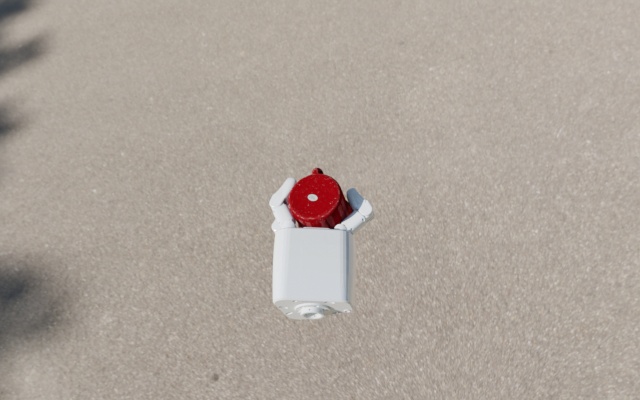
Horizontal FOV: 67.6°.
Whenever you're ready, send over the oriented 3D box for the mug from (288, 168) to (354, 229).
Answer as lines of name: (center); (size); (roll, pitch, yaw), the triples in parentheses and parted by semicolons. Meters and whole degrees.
mug: (0.000, 0.001, 0.730); (0.093, 0.117, 0.081); (-7, -31, 12)
